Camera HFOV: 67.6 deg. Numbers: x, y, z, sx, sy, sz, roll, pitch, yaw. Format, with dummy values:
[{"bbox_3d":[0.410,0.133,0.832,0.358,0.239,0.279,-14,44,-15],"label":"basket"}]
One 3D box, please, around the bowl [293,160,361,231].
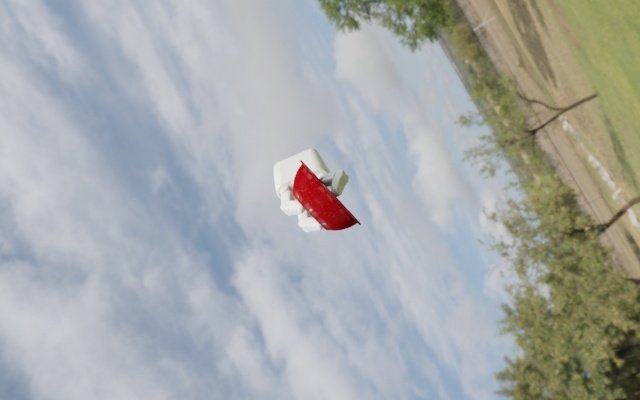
[{"bbox_3d":[0.000,0.003,0.868,0.055,0.162,0.162,-43,-1,1],"label":"bowl"}]
